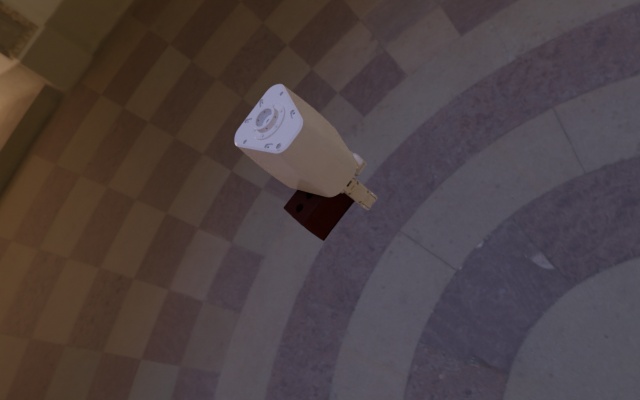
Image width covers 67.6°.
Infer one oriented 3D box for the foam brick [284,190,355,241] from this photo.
[{"bbox_3d":[0.000,0.002,0.634,0.051,0.078,0.053,35,3,-44],"label":"foam brick"}]
